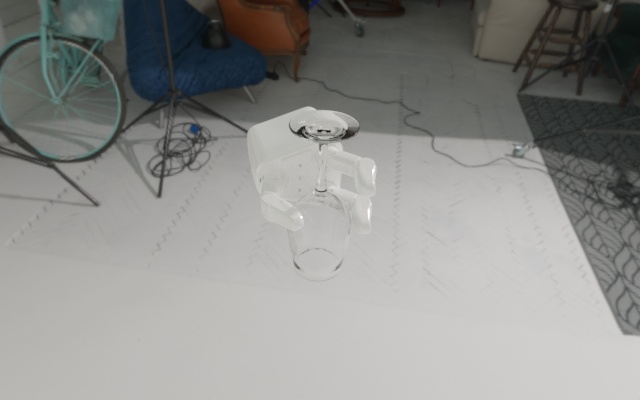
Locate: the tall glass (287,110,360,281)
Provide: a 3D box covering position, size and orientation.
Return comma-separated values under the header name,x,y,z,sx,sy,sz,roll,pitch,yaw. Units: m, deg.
name,x,y,z,sx,sy,sz,roll,pitch,yaw
tall glass,0.000,0.001,0.556,0.079,0.201,0.079,2,35,-1
